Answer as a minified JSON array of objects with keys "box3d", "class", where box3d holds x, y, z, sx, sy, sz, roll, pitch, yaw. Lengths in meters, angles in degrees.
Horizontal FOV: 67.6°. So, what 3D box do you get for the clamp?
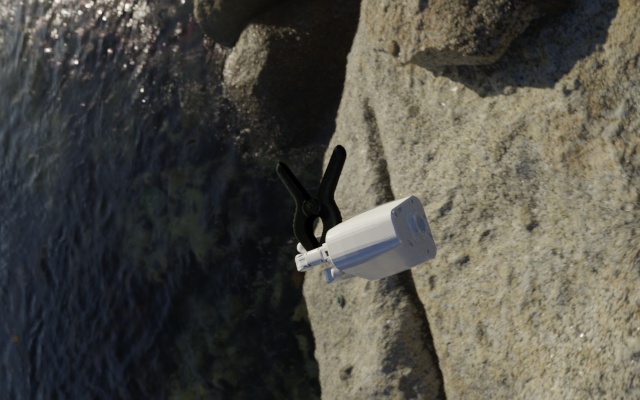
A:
[{"box3d":[0.000,0.002,0.703,0.120,0.171,0.039,-24,-16,33],"class":"clamp"}]
